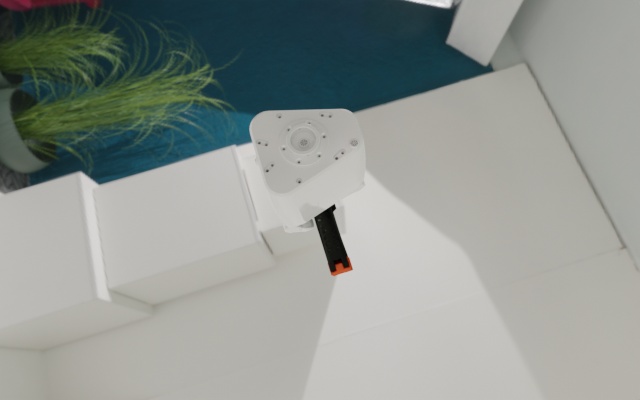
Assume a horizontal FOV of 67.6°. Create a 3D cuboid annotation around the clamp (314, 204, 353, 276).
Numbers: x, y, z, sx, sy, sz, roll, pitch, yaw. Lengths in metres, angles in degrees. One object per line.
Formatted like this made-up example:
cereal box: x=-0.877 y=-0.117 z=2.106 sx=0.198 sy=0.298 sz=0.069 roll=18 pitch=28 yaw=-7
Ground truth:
clamp: x=0.001 y=0.002 z=0.654 sx=0.036 sy=0.210 sz=0.164 roll=-18 pitch=-17 yaw=2
